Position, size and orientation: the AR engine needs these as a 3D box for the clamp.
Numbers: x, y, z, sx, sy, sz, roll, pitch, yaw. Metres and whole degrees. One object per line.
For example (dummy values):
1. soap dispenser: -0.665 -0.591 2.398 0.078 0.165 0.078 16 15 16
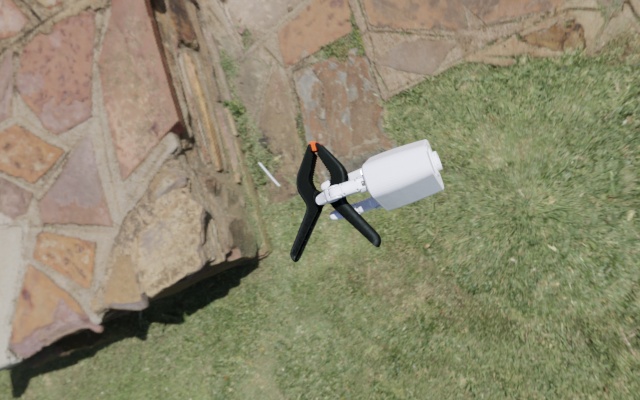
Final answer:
1. clamp: 0.000 0.002 0.835 0.164 0.210 0.036 -19 -8 16
